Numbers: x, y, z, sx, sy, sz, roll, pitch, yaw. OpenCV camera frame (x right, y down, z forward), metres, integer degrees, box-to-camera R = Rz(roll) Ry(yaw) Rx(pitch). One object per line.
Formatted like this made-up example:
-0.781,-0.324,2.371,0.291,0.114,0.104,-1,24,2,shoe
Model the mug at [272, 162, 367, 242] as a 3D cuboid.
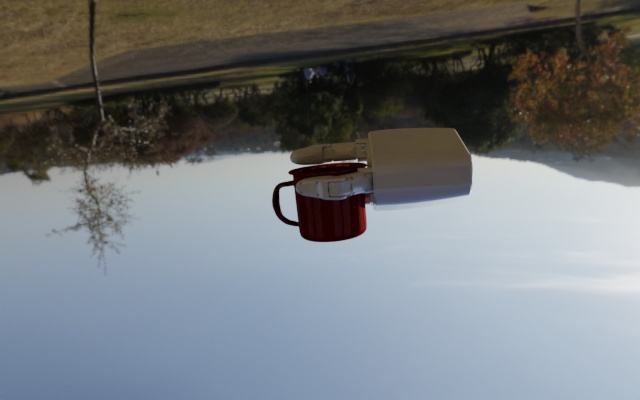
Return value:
-0.001,0.002,0.568,0.117,0.081,0.093,-5,10,6,mug
